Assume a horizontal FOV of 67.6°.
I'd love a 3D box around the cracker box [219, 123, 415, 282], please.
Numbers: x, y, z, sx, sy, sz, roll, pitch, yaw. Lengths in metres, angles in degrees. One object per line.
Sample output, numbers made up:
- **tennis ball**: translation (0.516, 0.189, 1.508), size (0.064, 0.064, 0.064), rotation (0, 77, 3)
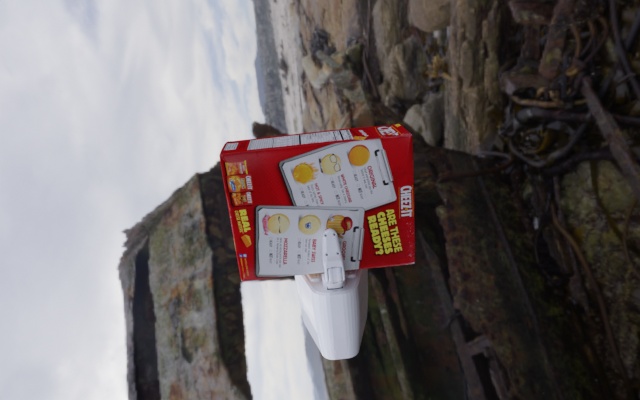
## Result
- **cracker box**: translation (0.000, 0.002, 0.575), size (0.214, 0.164, 0.072), rotation (-6, 23, -1)
